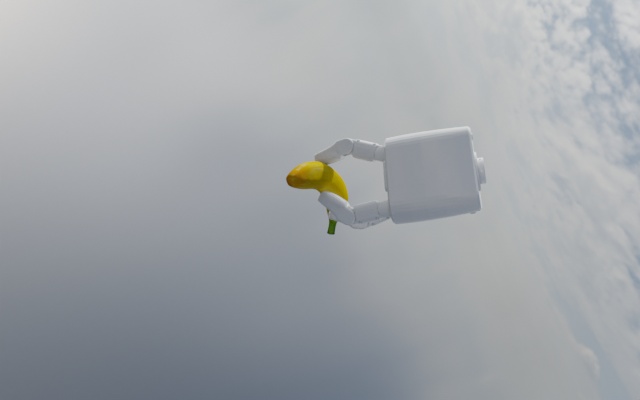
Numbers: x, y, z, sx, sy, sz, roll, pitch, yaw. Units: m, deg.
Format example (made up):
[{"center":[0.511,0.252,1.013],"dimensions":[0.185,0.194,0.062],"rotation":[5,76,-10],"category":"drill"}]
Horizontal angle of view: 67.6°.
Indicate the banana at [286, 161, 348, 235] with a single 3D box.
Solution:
[{"center":[0.005,-0.014,0.661],"dimensions":[0.037,0.069,0.198],"rotation":[6,-21,22],"category":"banana"}]
